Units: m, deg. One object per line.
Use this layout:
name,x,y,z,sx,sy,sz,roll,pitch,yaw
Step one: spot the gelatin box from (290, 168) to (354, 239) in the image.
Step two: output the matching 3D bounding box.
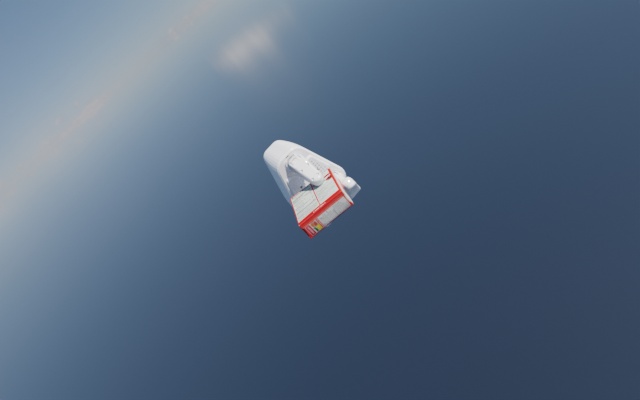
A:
gelatin box,0.000,0.002,0.650,0.073,0.030,0.089,-39,25,7
